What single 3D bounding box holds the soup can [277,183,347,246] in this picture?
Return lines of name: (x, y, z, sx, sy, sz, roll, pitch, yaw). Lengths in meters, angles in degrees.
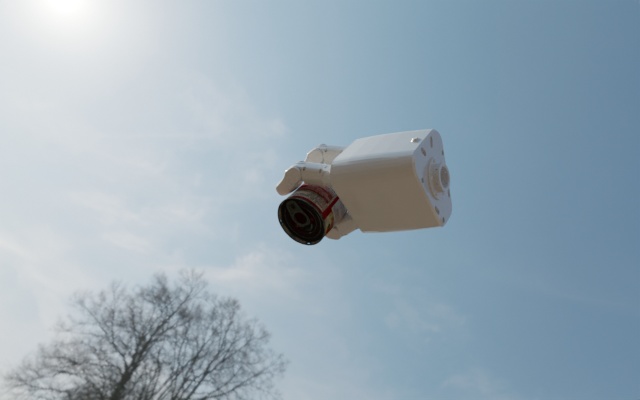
soup can: (0.000, 0.002, 0.619, 0.068, 0.068, 0.102, 0, 29, 34)
